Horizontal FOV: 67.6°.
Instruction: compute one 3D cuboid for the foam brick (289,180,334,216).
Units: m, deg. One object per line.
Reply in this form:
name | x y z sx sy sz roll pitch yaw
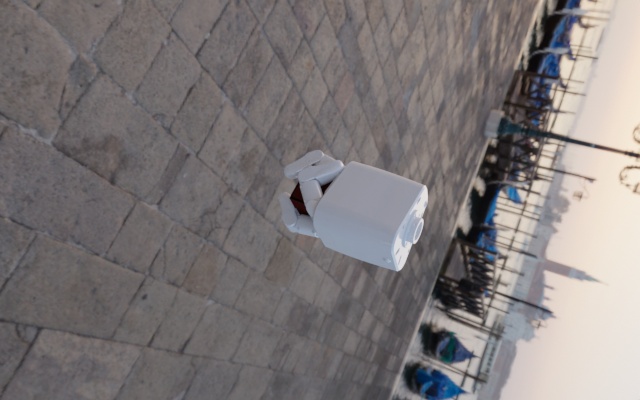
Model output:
foam brick | 0.000 0.002 0.659 0.051 0.053 0.078 19 -22 24
